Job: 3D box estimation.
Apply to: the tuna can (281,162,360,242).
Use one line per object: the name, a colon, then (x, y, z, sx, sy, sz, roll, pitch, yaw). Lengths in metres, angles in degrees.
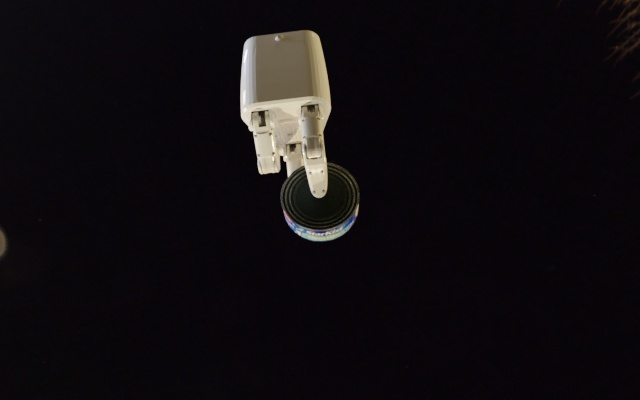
tuna can: (0.000, 0.002, 0.531, 0.086, 0.086, 0.034, 0, -29, 2)
